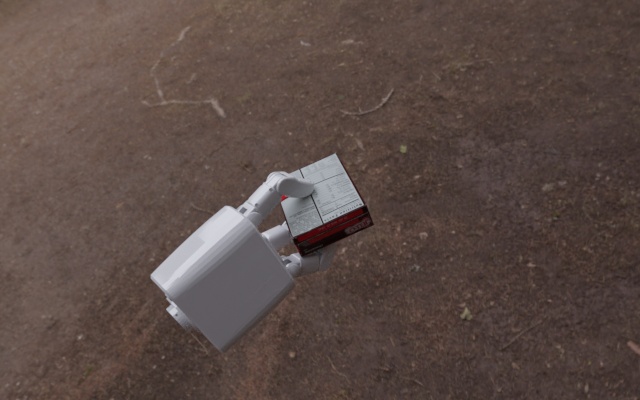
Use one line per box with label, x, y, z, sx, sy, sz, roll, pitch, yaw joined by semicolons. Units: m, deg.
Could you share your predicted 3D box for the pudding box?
pudding box;0.000;0.002;0.557;0.090;0.039;0.113;-23;43;0
